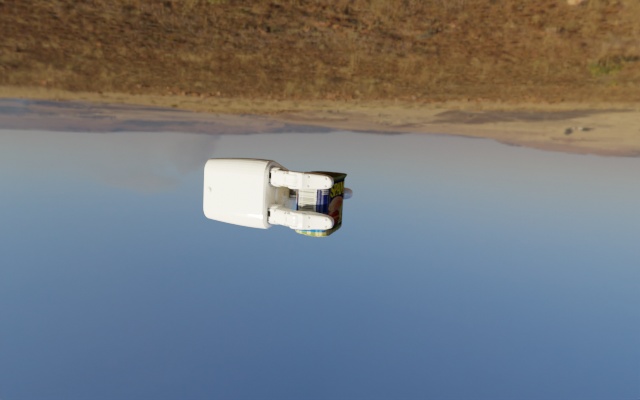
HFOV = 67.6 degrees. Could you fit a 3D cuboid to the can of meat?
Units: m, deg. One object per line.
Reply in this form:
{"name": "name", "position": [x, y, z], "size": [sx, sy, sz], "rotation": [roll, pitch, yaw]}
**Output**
{"name": "can of meat", "position": [0.000, 0.003, 0.703], "size": [0.057, 0.084, 0.102], "rotation": [6, 8, 17]}
